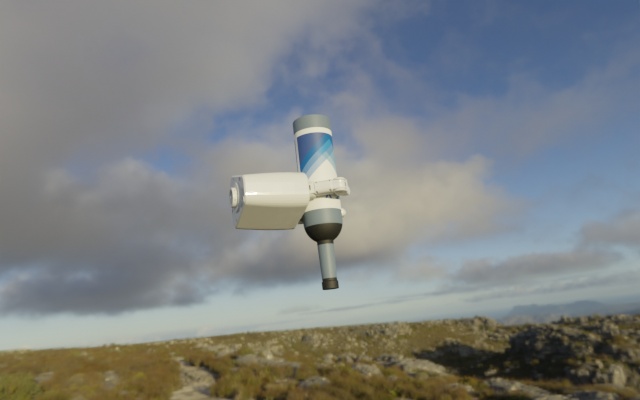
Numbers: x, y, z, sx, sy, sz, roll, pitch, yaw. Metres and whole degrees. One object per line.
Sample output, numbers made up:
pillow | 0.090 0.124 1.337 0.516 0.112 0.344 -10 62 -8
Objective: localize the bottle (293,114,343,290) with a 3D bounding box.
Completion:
bottle | 0.000 0.002 0.812 0.069 0.295 0.069 -6 -14 -2
